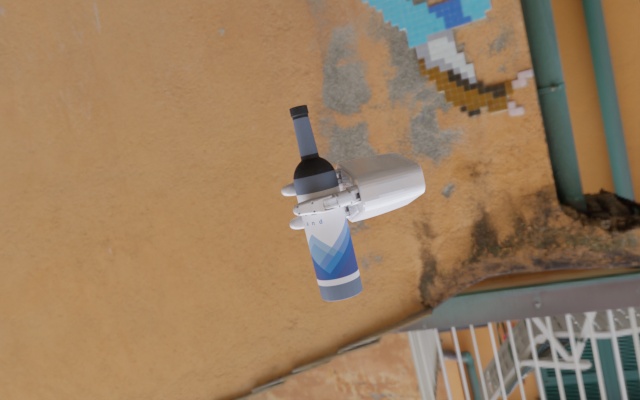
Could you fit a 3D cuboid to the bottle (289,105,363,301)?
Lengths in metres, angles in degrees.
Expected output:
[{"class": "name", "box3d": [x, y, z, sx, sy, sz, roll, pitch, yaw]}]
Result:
[{"class": "bottle", "box3d": [0.000, 0.003, 0.730, 0.069, 0.296, 0.069, -13, 6, 1]}]
